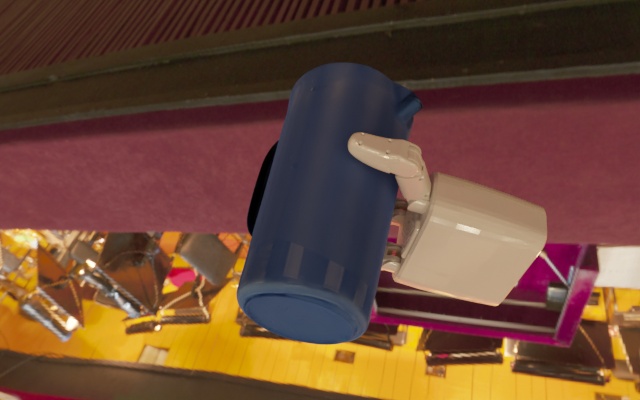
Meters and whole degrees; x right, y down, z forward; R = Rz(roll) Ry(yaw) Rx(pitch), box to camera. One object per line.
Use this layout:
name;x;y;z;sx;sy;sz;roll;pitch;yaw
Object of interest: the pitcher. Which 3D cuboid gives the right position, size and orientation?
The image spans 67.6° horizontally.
pitcher;0.000;0.001;0.447;0.145;0.242;0.149;16;-35;-1
